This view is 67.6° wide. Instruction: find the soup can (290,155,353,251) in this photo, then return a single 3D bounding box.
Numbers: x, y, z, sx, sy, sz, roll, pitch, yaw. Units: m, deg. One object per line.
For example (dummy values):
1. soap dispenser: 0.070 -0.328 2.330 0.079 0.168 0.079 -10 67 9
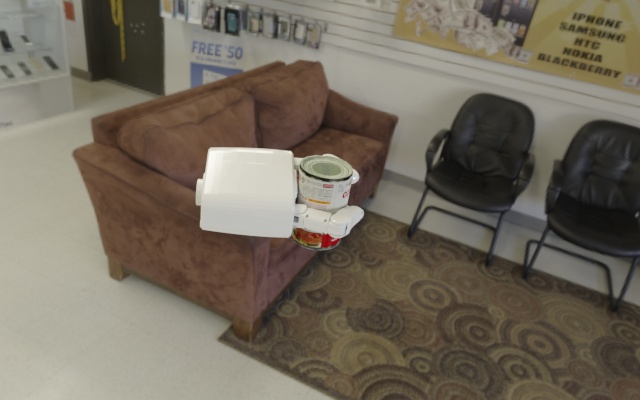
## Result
1. soup can: 0.001 0.002 0.601 0.068 0.102 0.068 7 30 -4
